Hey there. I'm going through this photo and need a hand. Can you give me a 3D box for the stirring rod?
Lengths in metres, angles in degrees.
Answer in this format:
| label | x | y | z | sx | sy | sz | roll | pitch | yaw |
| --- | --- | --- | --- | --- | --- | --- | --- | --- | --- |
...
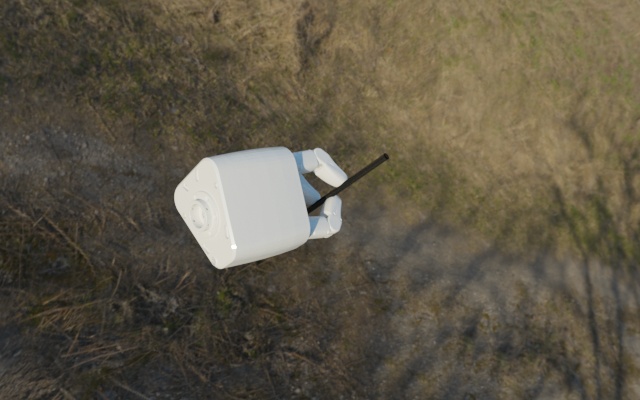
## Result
| label | x | y | z | sx | sy | sz | roll | pitch | yaw |
| --- | --- | --- | --- | --- | --- | --- | --- | --- | --- |
| stirring rod | 0.000 | 0.002 | 0.618 | 0.011 | 0.011 | 0.240 | 0 | -26 | -43 |
